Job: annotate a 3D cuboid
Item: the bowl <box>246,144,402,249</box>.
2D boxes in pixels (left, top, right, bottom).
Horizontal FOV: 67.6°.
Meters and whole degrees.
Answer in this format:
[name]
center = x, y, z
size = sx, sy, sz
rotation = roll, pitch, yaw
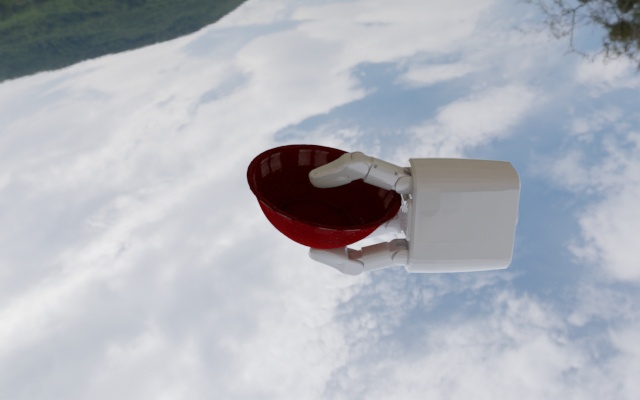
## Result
[bowl]
center = -0.001, 0.002, 0.504
size = 0.162, 0.055, 0.162
rotation = 9, 33, -6
